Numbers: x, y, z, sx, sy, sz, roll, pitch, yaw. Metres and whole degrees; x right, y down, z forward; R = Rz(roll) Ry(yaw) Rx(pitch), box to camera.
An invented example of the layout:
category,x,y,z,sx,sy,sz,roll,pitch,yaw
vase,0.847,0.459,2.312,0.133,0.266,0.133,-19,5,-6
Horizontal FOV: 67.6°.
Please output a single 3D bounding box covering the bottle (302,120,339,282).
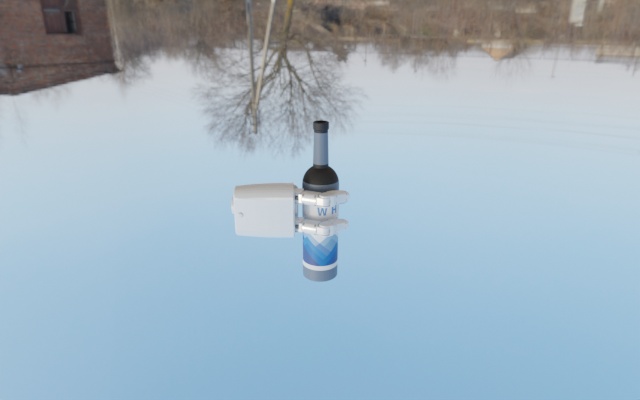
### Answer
category,x,y,z,sx,sy,sz,roll,pitch,yaw
bottle,0.000,0.003,0.868,0.069,0.296,0.069,0,21,0
